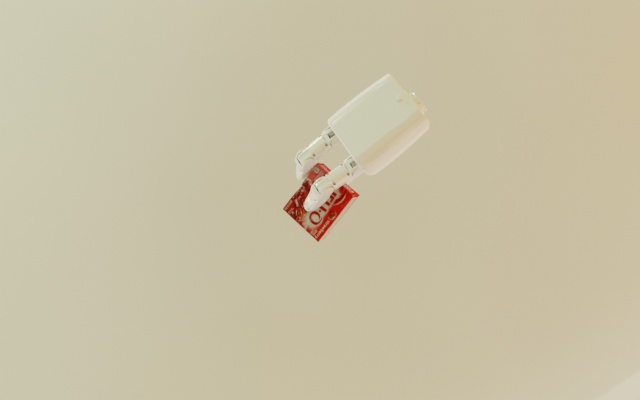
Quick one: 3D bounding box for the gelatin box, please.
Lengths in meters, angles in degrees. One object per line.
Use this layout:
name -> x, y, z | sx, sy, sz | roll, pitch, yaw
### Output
gelatin box -> 0.000, 0.002, 0.688 | 0.073, 0.089, 0.030 | 42, 17, 14
